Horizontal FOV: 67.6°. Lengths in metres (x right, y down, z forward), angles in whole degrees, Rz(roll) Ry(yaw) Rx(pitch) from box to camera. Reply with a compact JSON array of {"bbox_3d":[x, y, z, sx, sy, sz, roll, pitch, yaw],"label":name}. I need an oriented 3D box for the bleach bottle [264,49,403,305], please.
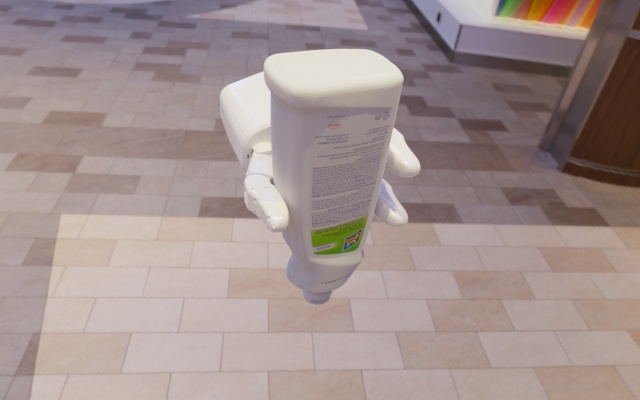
[{"bbox_3d":[0.000,0.001,0.418,0.102,0.251,0.068,-11,41,-21],"label":"bleach bottle"}]
